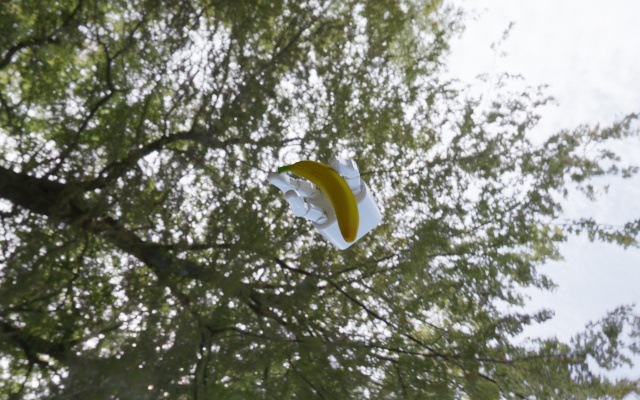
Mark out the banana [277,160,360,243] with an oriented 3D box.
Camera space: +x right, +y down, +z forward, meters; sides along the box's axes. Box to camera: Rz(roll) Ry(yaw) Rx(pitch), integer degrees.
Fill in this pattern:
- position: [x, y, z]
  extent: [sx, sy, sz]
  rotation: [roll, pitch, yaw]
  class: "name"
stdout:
- position: [0.012, -0.012, 0.754]
  extent: [0.197, 0.069, 0.037]
  rotation: [44, -6, 37]
  class: "banana"
